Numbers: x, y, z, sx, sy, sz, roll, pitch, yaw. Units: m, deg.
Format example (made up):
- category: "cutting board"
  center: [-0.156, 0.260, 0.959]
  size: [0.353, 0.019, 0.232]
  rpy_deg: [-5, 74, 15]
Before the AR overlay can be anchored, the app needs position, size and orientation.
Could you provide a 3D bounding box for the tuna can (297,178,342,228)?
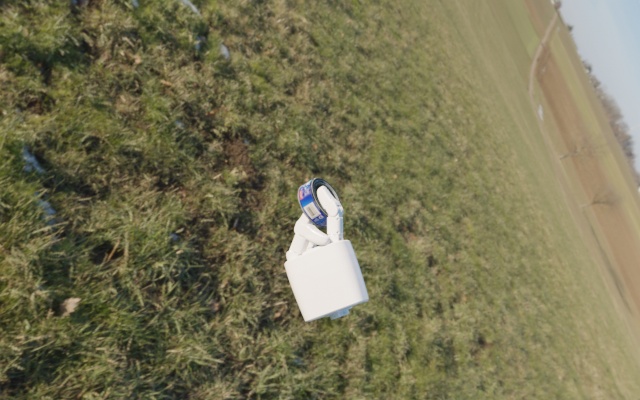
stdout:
- category: "tuna can"
  center: [0.001, 0.002, 0.852]
  size: [0.034, 0.086, 0.086]
  rpy_deg: [-31, -17, 29]
